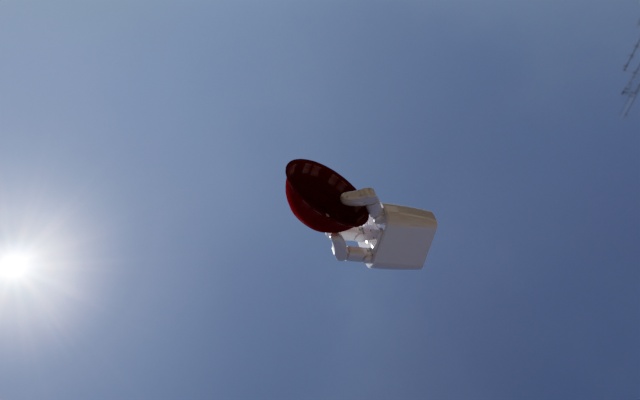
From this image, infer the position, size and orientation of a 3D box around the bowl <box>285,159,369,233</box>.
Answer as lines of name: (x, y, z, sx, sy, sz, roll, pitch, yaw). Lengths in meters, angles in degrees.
bowl: (-0.001, 0.002, 0.796, 0.162, 0.055, 0.162, 28, 29, -17)
